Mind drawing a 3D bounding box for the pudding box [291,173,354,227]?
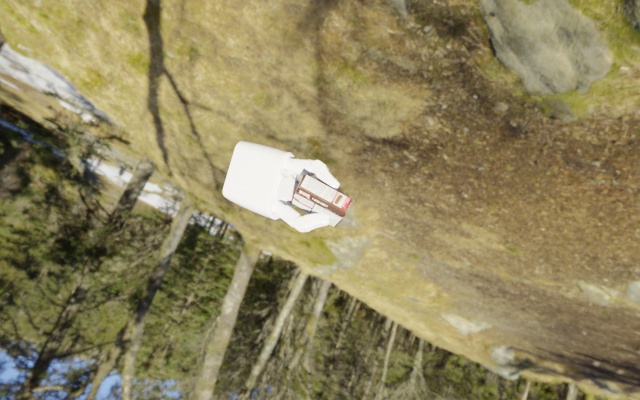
[{"bbox_3d":[0.000,0.003,0.789,0.090,0.039,0.113,27,-11,-1],"label":"pudding box"}]
